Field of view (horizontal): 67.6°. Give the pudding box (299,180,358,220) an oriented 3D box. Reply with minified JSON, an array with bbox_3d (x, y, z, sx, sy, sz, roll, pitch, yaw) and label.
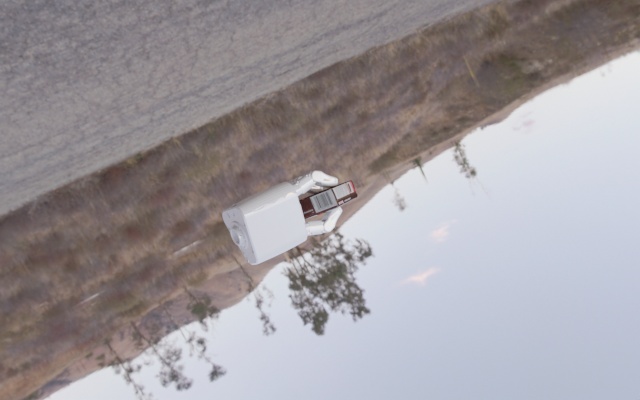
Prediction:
[{"bbox_3d":[0.000,0.003,0.886,0.113,0.039,0.090,-19,3,30],"label":"pudding box"}]
